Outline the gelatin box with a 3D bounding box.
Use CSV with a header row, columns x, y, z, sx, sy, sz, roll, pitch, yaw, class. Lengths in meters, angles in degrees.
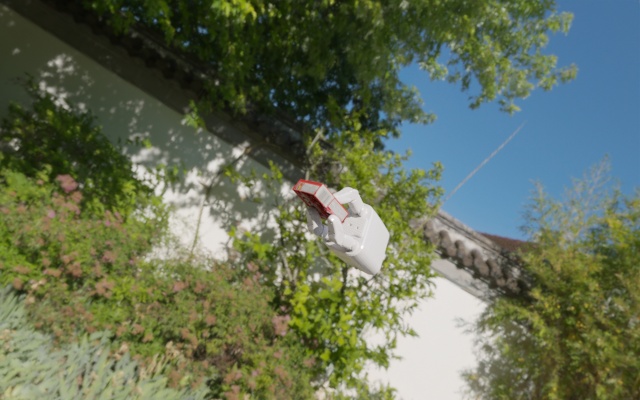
x,y,z,sx,sy,sz,roll,pitch,yaw,class
0.000,0.002,0.878,0.073,0.030,0.089,16,-27,53,gelatin box
